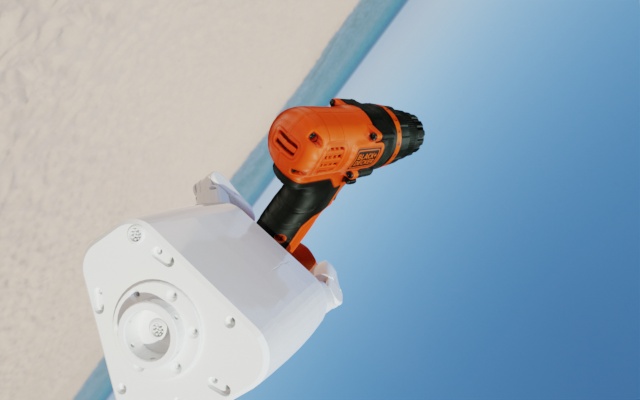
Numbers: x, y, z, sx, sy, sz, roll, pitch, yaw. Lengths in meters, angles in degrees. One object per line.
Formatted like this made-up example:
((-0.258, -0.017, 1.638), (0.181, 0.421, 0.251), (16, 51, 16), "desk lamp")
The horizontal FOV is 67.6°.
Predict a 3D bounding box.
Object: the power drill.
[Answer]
((0.000, 0.002, 0.402), (0.057, 0.188, 0.184), (43, 30, 24), "power drill")
